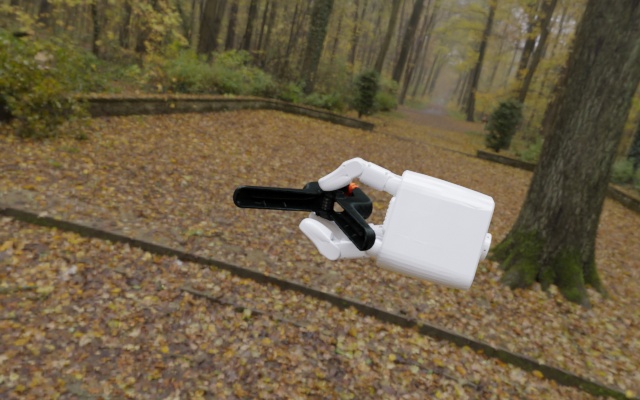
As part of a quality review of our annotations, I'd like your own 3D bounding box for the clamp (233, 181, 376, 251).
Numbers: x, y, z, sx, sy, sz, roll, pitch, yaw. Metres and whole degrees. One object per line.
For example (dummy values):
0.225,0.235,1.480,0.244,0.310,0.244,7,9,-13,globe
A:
0.001,0.001,0.586,0.164,0.036,0.210,18,14,10,clamp
